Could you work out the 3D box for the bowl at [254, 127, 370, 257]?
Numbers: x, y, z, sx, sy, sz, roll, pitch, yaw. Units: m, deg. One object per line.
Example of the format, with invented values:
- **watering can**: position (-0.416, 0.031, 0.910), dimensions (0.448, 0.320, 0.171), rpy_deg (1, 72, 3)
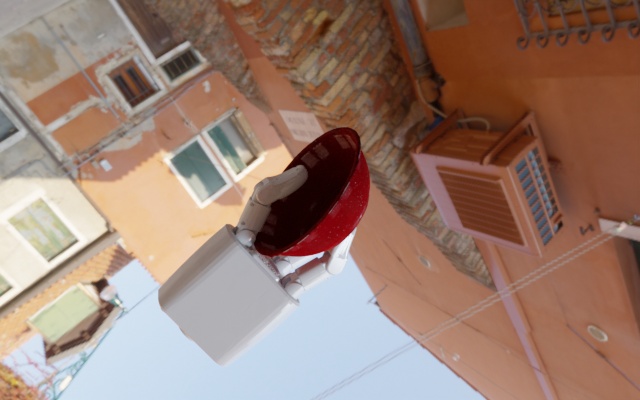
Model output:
- **bowl**: position (0.001, 0.001, 0.508), dimensions (0.055, 0.162, 0.162), rpy_deg (37, -18, -25)
